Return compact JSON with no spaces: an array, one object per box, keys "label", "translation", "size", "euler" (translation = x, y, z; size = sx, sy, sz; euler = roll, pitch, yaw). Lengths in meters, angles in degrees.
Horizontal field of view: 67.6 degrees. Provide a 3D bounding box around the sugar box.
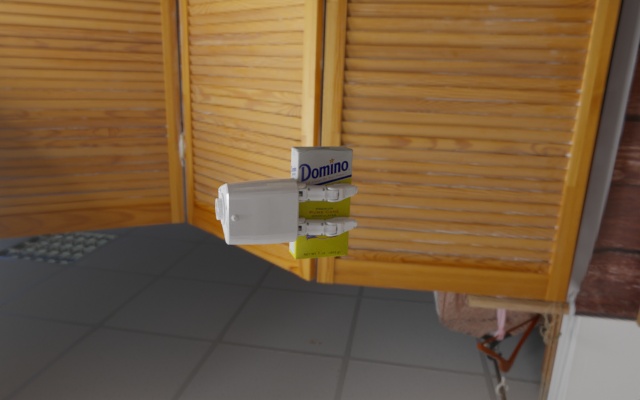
[{"label":"sugar box","translation":[0.000,0.003,0.766],"size":[0.093,0.176,0.048],"euler":[-3,17,-18]}]
